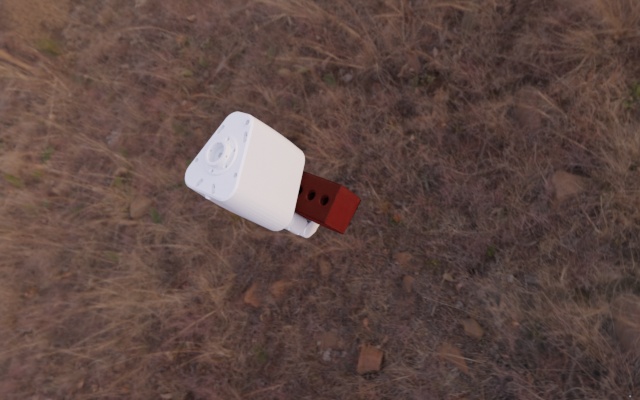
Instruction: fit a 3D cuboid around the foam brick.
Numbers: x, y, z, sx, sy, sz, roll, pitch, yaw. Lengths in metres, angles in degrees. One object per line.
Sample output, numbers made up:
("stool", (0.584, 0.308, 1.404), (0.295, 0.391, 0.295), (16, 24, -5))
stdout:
("foam brick", (0.000, 0.002, 0.611), (0.078, 0.053, 0.051), (20, -9, 37))
